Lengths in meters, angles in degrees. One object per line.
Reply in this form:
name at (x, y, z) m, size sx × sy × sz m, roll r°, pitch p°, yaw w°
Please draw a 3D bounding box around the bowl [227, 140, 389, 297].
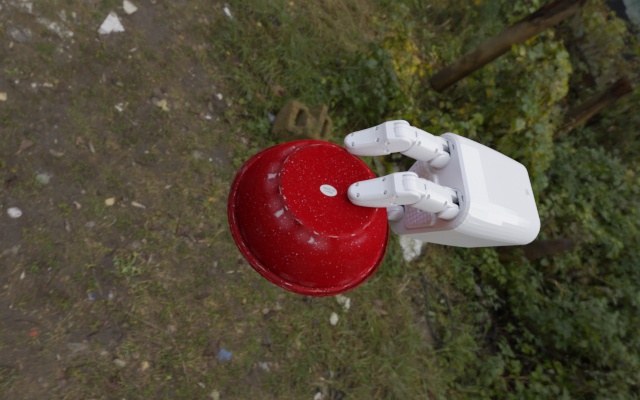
bowl at (-0.001, 0.001, 0.433) m, size 0.162 × 0.162 × 0.055 m, roll 0°, pitch -26°, yaw -21°
